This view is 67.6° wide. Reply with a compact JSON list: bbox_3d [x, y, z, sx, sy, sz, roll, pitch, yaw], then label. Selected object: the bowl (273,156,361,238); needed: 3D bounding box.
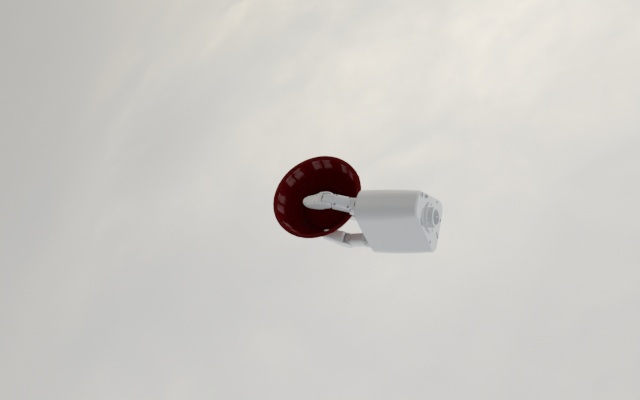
[{"bbox_3d":[-0.001,0.003,0.845,0.162,0.162,0.055,0,-28,21],"label":"bowl"}]
